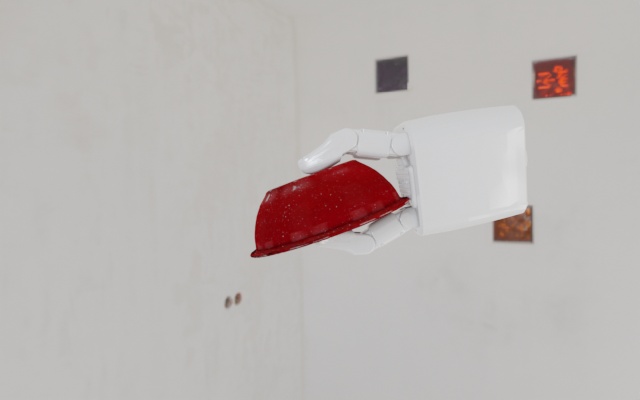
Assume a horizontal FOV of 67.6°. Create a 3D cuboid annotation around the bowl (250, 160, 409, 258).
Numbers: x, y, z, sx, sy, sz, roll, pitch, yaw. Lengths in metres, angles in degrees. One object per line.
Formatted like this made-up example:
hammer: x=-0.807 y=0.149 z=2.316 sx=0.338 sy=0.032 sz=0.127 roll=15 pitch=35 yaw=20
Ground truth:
bowl: x=-0.001 y=0.002 z=0.460 sx=0.162 sy=0.055 sz=0.162 roll=-20 pitch=2 yaw=1
